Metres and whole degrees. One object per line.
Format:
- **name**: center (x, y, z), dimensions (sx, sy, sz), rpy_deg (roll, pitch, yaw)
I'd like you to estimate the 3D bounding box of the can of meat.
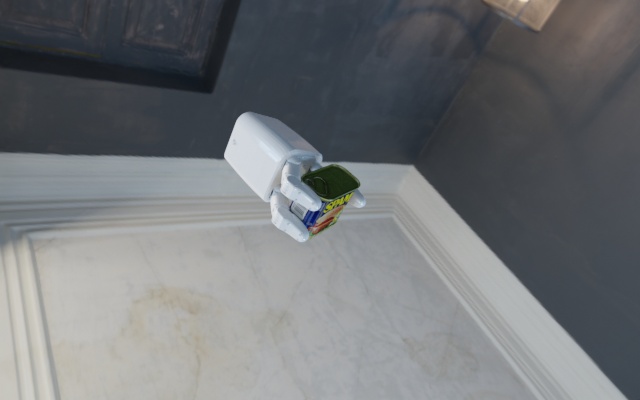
- **can of meat**: center (0.000, 0.003, 0.702), dimensions (0.057, 0.084, 0.102), rpy_deg (41, 35, 18)
